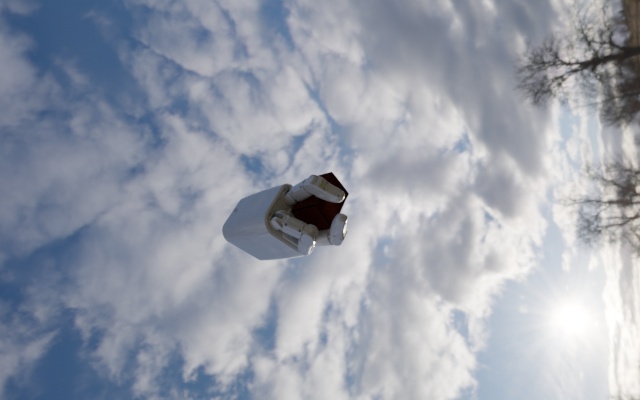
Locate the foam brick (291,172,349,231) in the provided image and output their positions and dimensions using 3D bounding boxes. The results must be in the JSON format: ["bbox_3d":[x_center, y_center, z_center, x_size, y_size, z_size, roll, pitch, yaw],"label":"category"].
[{"bbox_3d":[0.000,0.002,0.748,0.051,0.053,0.078,-14,35,38],"label":"foam brick"}]
